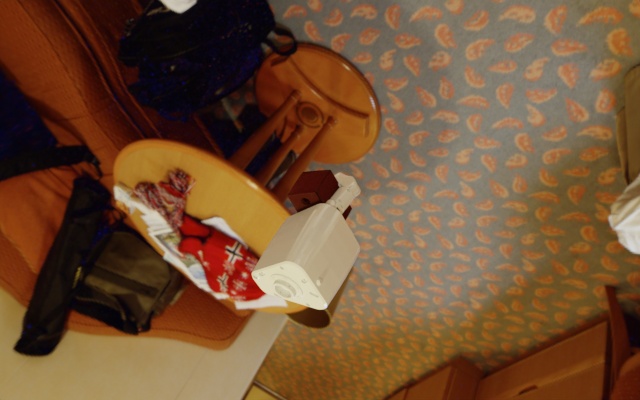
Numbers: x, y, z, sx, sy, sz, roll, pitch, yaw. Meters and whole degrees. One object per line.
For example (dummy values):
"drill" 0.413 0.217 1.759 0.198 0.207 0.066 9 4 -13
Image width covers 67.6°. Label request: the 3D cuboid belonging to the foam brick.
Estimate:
"foam brick" 0.000 0.002 0.683 0.053 0.078 0.051 -4 38 39
